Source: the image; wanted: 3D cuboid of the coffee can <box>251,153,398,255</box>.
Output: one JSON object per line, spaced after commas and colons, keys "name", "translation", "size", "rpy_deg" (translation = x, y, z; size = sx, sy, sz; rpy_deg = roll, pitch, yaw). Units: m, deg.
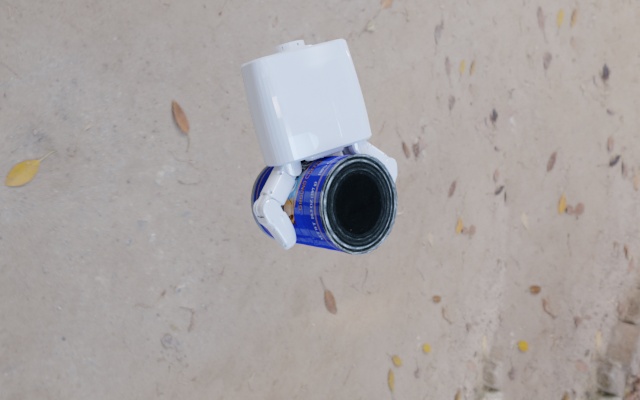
{"name": "coffee can", "translation": [0.000, 0.002, 0.534], "size": [0.103, 0.103, 0.140], "rpy_deg": [0, 2, -36]}
